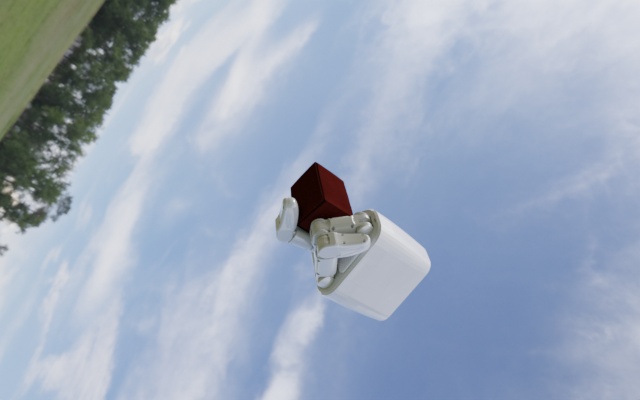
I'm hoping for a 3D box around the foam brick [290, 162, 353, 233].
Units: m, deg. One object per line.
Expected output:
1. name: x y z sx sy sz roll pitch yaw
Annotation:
1. foam brick: 0.000 0.002 0.599 0.051 0.078 0.053 31 -61 -31
